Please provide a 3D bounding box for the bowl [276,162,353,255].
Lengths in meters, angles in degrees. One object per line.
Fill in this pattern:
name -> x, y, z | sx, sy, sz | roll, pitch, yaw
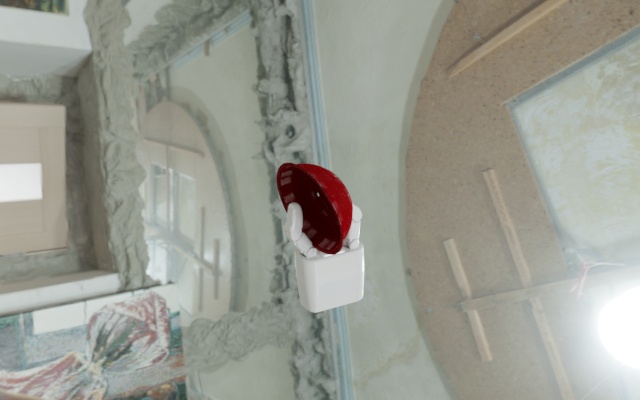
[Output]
bowl -> 0.000, 0.001, 0.746 | 0.055, 0.162, 0.162 | -32, 15, -26
